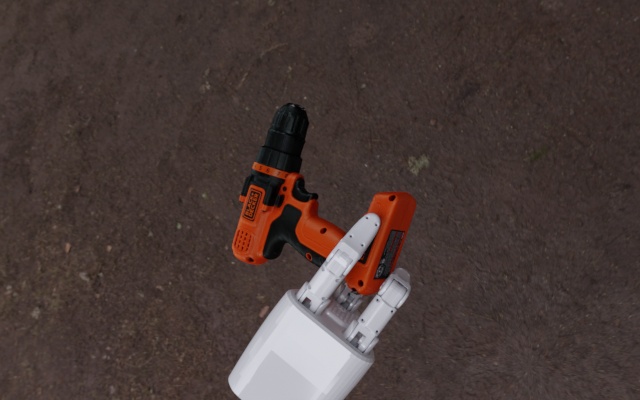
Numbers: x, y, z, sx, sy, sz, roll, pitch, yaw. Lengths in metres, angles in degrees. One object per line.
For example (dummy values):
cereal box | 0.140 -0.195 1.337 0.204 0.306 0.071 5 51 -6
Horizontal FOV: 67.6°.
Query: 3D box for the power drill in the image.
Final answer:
power drill | 0.000 0.002 0.498 0.187 0.184 0.057 21 7 33
